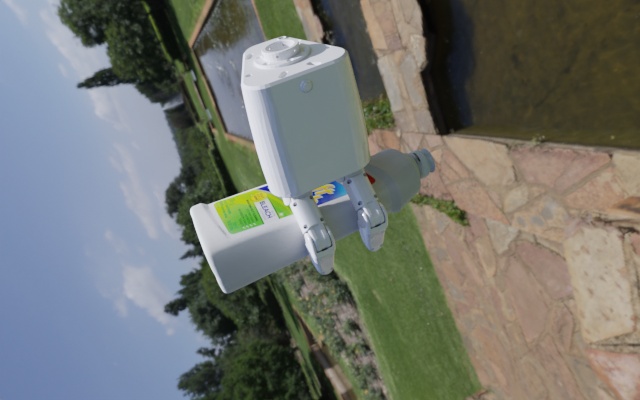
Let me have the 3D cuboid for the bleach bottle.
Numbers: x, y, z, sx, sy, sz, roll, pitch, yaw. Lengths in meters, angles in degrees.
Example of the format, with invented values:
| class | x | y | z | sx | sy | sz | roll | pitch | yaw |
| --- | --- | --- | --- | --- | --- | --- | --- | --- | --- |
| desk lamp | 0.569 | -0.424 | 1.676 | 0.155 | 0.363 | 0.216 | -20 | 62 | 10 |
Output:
| class | x | y | z | sx | sy | sz | roll | pitch | yaw |
| --- | --- | --- | --- | --- | --- | --- | --- | --- | --- |
| bleach bottle | 0.000 | 0.002 | 0.495 | 0.251 | 0.068 | 0.102 | -24 | 36 | -12 |
